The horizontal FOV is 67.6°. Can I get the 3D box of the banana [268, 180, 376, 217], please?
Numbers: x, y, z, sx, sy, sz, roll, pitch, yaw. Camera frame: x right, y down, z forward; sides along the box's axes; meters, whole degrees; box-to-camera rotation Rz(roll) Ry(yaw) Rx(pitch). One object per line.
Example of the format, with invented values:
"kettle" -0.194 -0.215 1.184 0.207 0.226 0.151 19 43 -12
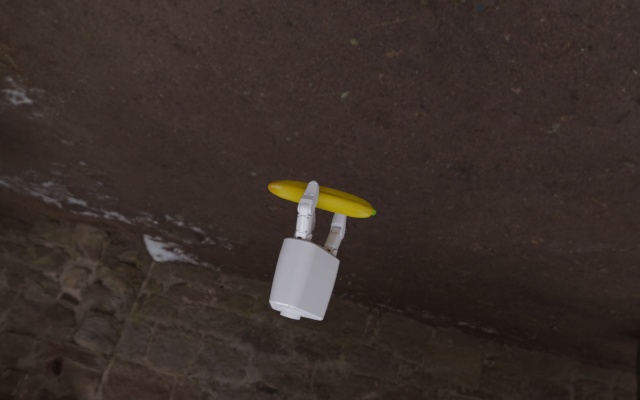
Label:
"banana" 0.006 -0.001 0.817 0.198 0.037 0.070 16 -15 -6
